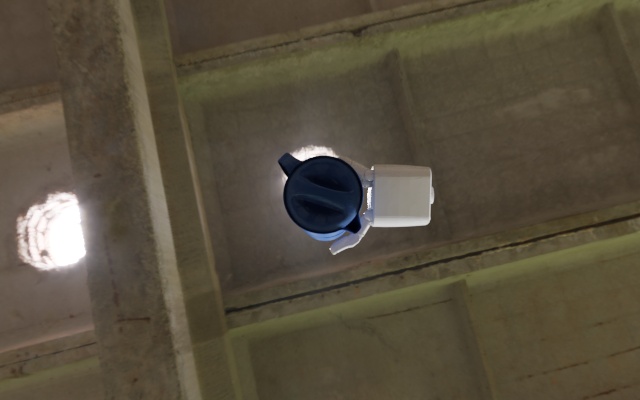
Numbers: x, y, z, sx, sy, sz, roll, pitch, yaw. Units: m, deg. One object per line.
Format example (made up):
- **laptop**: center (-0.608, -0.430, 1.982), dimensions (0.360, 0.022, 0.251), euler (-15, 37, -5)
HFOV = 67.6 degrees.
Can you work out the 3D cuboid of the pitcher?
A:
- **pitcher**: center (0.000, 0.003, 0.898), dimensions (0.145, 0.149, 0.243), euler (-2, -11, 1)
